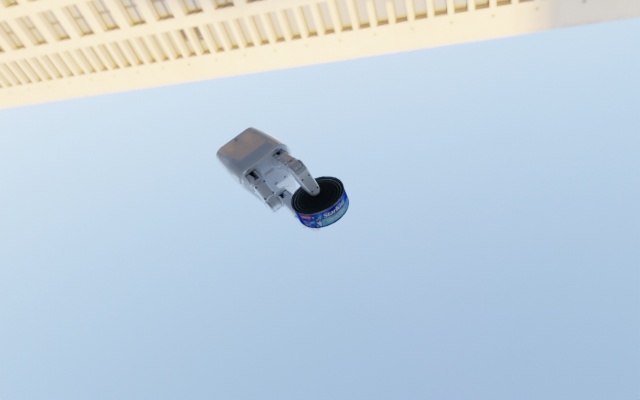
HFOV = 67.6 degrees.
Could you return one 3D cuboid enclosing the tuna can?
[{"bbox_3d":[0.000,0.003,0.735,0.086,0.034,0.086,-15,38,12],"label":"tuna can"}]
